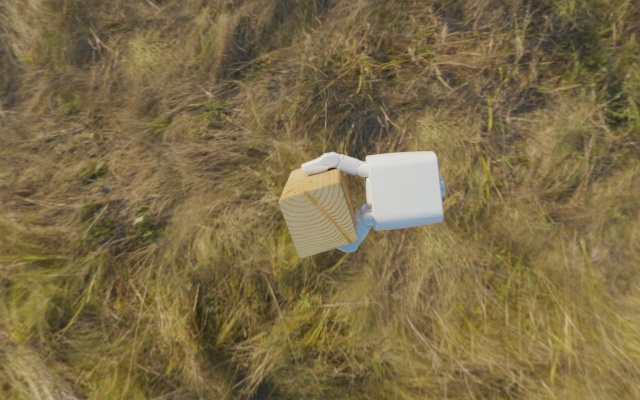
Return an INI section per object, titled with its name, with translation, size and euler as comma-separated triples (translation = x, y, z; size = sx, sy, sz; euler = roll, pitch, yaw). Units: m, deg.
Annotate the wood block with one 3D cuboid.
[wood block]
translation = 0.000, 0.002, 0.751
size = 0.090, 0.091, 0.206
euler = -17, 13, 6
